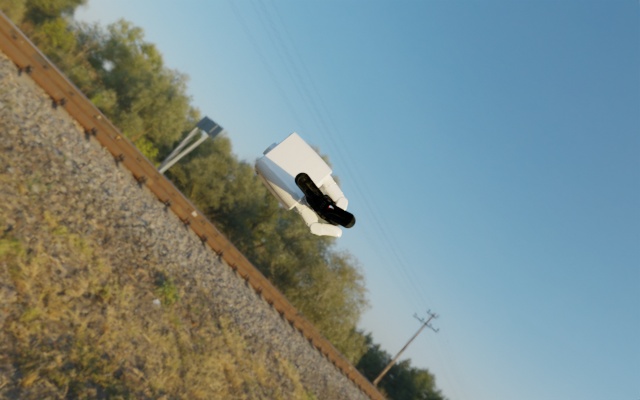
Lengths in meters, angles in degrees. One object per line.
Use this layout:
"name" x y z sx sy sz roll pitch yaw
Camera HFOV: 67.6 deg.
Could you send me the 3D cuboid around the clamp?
"clamp" 0.001 0.002 0.820 0.039 0.120 0.171 -42 2 -9
